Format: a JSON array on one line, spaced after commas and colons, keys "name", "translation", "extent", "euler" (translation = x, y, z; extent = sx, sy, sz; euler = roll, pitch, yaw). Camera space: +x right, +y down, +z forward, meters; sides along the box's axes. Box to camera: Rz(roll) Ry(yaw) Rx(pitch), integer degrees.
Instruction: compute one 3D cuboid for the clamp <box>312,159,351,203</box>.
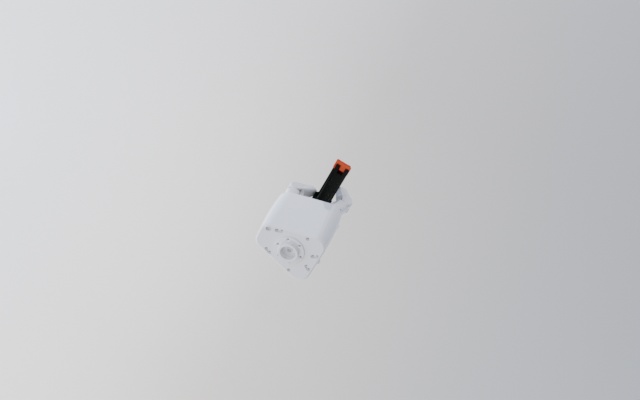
[{"name": "clamp", "translation": [0.000, 0.002, 0.891], "extent": [0.036, 0.210, 0.164], "euler": [29, 31, -2]}]
